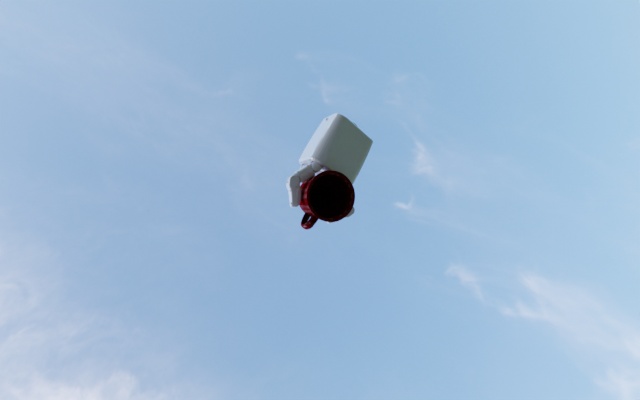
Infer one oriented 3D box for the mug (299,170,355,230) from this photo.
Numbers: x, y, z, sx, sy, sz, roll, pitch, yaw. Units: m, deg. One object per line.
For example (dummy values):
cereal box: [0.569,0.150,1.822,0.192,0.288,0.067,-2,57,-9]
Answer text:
mug: [-0.001,0.004,0.885,0.093,0.117,0.081,33,-11,-16]
